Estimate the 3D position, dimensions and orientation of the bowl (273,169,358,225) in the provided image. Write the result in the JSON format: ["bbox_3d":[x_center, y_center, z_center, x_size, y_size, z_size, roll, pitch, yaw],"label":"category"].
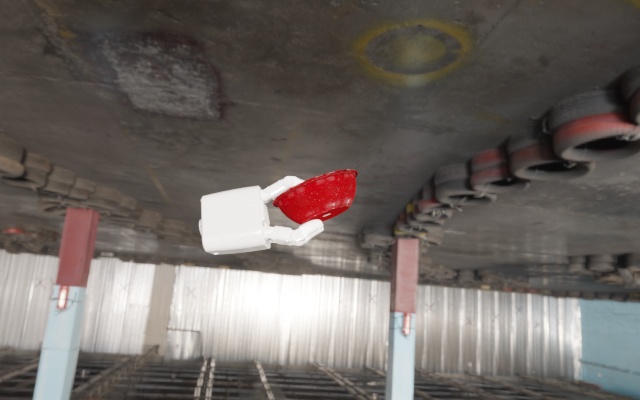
[{"bbox_3d":[0.001,0.003,0.844,0.162,0.055,0.162,-21,-11,-4],"label":"bowl"}]
